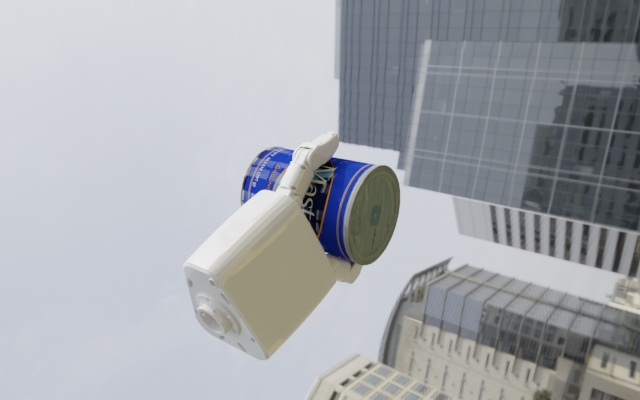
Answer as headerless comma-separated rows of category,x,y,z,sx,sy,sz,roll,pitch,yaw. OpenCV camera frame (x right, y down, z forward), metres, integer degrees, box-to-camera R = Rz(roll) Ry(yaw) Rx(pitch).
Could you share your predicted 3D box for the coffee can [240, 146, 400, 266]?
coffee can,0.000,0.002,0.515,0.140,0.103,0.103,14,8,34
